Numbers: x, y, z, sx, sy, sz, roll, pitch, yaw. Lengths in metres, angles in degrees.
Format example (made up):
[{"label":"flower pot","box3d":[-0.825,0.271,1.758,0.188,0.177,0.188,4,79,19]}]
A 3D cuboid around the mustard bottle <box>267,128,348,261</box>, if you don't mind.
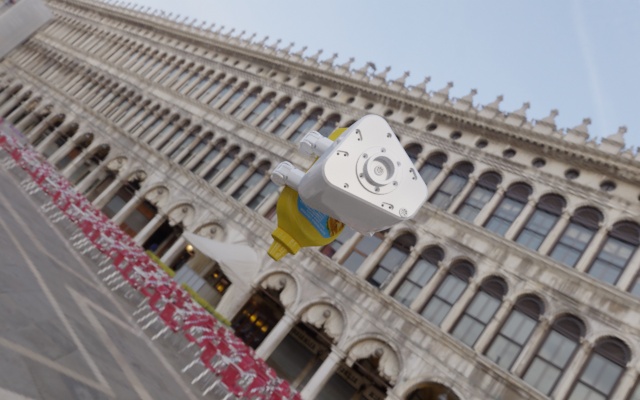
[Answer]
[{"label":"mustard bottle","box3d":[0.000,0.002,0.624,0.096,0.191,0.058,49,-17,-26]}]
